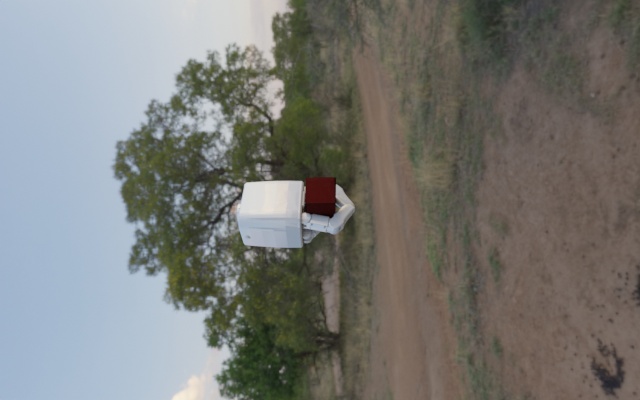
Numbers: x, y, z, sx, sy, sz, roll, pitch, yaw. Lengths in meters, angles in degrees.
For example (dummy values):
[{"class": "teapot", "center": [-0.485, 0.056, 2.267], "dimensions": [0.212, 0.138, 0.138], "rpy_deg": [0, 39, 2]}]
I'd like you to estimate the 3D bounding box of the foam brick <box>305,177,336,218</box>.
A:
[{"class": "foam brick", "center": [0.000, 0.002, 0.815], "dimensions": [0.051, 0.053, 0.078], "rpy_deg": [1, -32, 1]}]
